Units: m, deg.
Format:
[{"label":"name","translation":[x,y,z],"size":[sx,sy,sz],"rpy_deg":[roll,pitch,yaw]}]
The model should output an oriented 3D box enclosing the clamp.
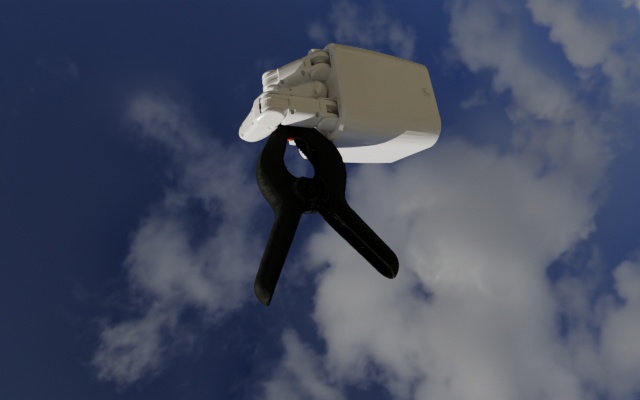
[{"label":"clamp","translation":[0.000,0.001,0.409],"size":[0.120,0.171,0.039],"rpy_deg":[2,-22,-19]}]
